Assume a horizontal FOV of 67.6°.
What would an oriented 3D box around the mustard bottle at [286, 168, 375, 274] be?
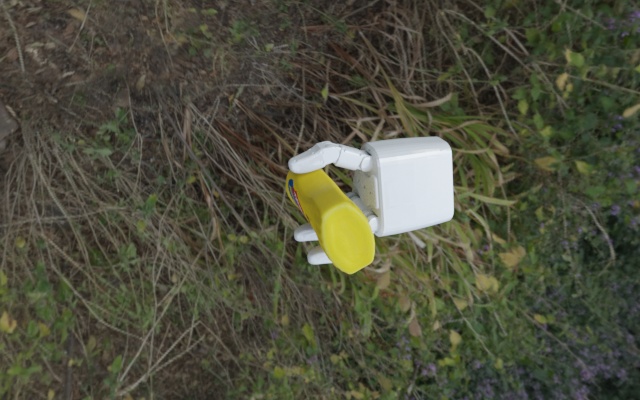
[{"bbox_3d":[0.000,0.002,0.590,0.058,0.096,0.191,-30,33,-4],"label":"mustard bottle"}]
